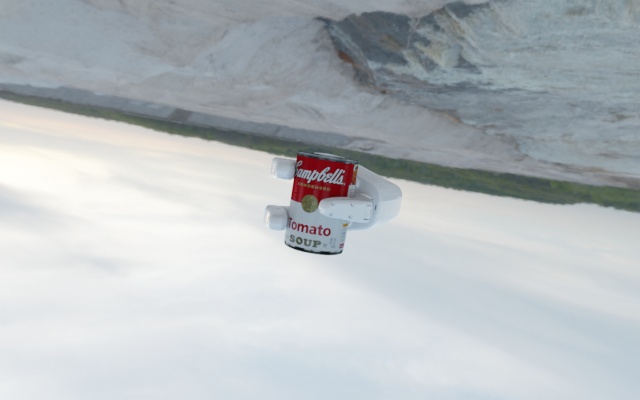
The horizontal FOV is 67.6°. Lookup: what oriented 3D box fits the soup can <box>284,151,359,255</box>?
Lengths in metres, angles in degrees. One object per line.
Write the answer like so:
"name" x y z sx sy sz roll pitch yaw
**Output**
"soup can" 0.000 0.002 0.518 0.068 0.102 0.068 9 7 -1
